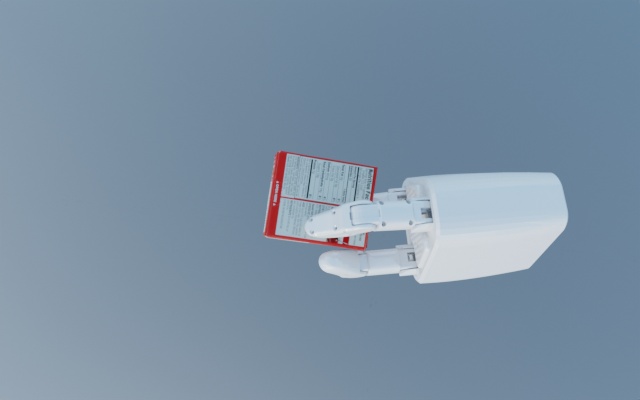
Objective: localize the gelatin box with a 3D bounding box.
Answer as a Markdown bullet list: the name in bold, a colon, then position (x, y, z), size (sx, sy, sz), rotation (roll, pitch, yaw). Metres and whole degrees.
- **gelatin box**: position (0.000, 0.001, 0.410), size (0.089, 0.073, 0.030), rotation (9, -5, -10)
